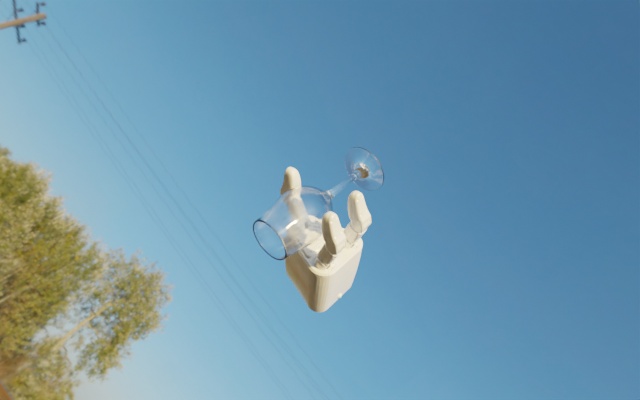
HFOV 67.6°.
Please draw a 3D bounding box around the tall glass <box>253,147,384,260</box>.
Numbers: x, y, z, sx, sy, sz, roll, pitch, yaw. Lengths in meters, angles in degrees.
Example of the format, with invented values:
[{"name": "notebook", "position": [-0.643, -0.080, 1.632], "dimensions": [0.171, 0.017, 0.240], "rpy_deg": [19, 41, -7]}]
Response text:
[{"name": "tall glass", "position": [0.001, 0.002, 0.667], "dimensions": [0.201, 0.079, 0.079], "rpy_deg": [-37, 23, -34]}]
